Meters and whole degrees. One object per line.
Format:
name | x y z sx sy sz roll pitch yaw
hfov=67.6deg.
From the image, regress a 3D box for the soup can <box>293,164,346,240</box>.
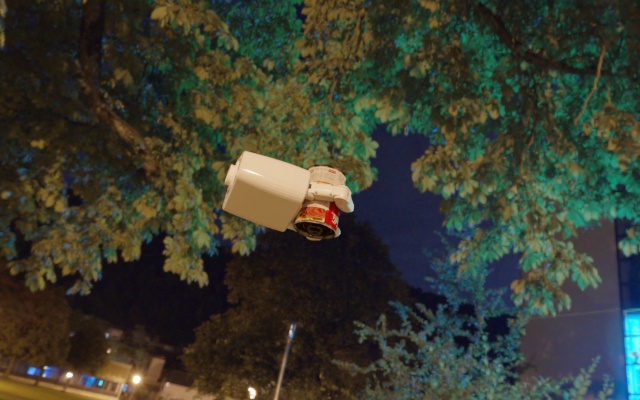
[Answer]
soup can | 0.001 0.002 0.762 0.068 0.102 0.068 10 -25 5
